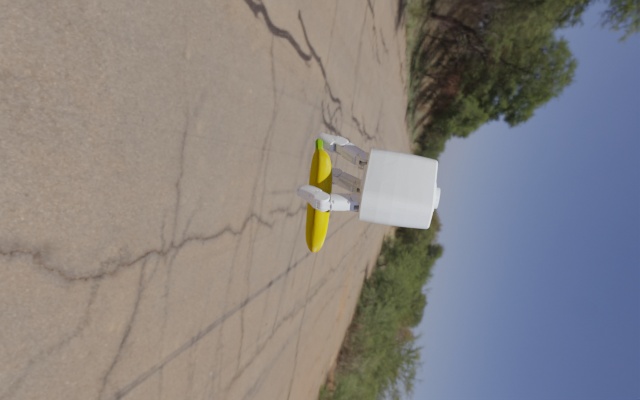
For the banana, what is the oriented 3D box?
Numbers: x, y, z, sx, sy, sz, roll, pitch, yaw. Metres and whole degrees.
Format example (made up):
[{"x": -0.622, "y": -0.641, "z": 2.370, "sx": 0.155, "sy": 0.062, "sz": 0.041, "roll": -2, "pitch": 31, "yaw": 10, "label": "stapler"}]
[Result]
[{"x": -0.002, "y": 0.005, "z": 0.769, "sx": 0.037, "sy": 0.198, "sz": 0.069, "roll": 7, "pitch": 19, "yaw": 5, "label": "banana"}]
